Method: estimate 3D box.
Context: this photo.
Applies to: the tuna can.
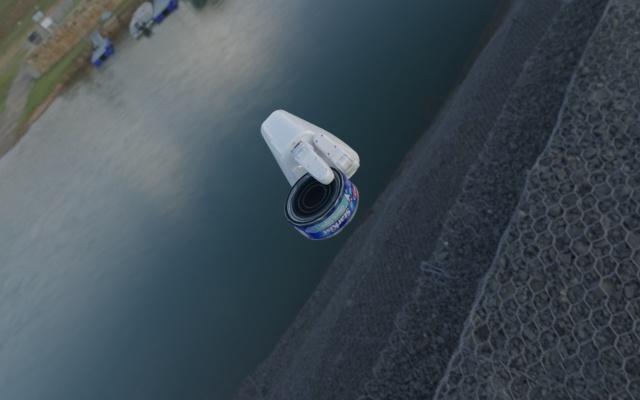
[{"bbox_3d":[0.000,0.002,0.560,0.086,0.086,0.034,0,-32,40],"label":"tuna can"}]
